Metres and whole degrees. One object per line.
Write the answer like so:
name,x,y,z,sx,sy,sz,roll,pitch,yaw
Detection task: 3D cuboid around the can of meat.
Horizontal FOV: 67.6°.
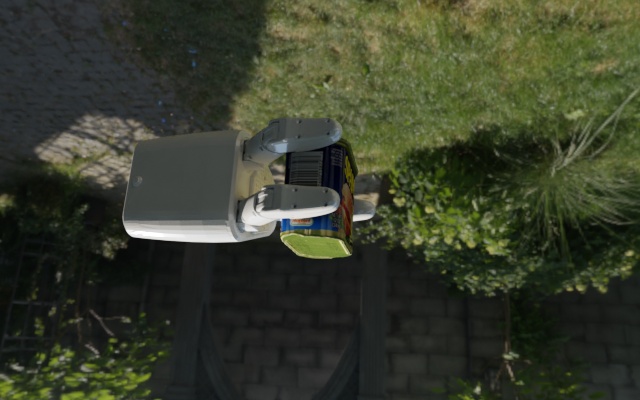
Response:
can of meat,0.000,0.002,0.417,0.057,0.084,0.102,0,-17,10
